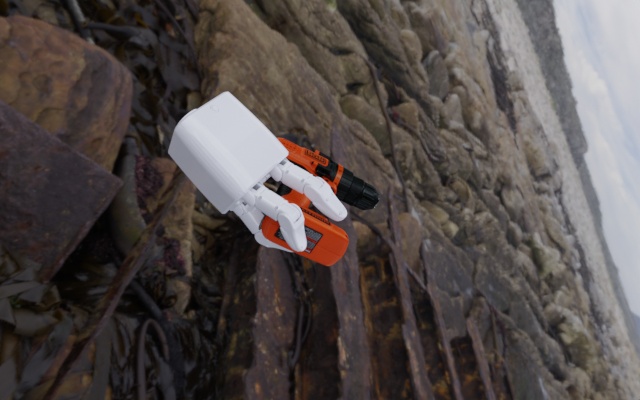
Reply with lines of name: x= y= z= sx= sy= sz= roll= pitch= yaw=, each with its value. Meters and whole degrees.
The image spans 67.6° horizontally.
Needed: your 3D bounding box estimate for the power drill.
power drill: x=0.000 y=0.002 z=0.645 sx=0.184 sy=0.057 sz=0.187 roll=24 pitch=30 yaw=-11
